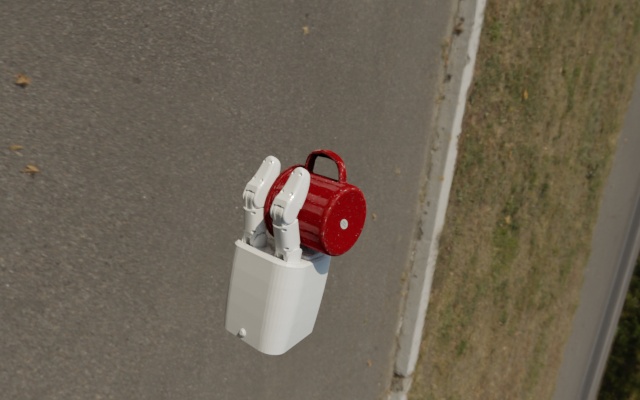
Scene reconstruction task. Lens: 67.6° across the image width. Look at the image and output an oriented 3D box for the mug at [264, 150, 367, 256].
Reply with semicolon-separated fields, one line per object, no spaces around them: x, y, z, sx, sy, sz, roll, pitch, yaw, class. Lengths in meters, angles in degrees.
0.001;0.000;0.536;0.081;0.117;0.093;19;12;36;mug
